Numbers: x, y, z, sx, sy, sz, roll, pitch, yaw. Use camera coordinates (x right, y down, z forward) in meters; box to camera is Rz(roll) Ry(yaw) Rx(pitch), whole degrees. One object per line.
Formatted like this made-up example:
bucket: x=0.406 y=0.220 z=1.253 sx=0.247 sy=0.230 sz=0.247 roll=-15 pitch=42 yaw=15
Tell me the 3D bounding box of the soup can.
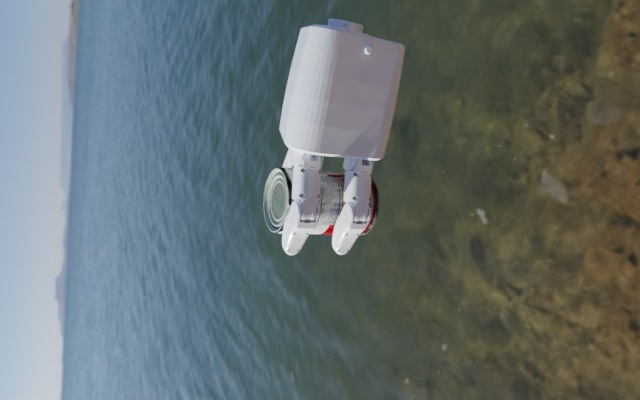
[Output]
soup can: x=0.000 y=0.002 z=0.494 sx=0.102 sy=0.068 sz=0.068 roll=3 pitch=-1 yaw=-28
